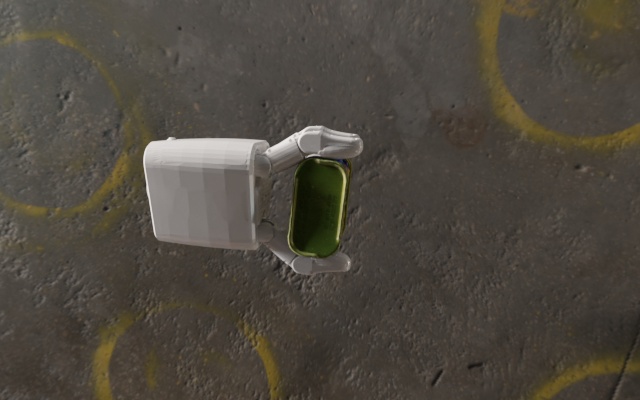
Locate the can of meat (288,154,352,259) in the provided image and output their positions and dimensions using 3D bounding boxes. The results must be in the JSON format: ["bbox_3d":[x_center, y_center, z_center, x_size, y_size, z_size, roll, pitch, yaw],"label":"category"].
[{"bbox_3d":[0.000,0.002,0.489,0.057,0.102,0.084,7,10,3],"label":"can of meat"}]
